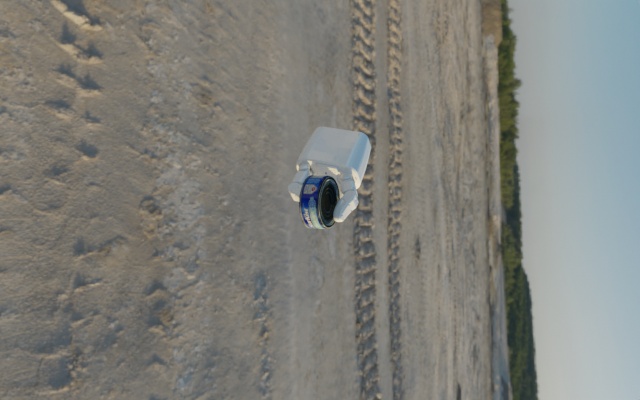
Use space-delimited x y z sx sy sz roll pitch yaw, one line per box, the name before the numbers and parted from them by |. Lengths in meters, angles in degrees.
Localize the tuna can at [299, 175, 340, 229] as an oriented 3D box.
tuna can | 0.001 0.003 0.759 0.034 0.086 0.086 2 1 25
